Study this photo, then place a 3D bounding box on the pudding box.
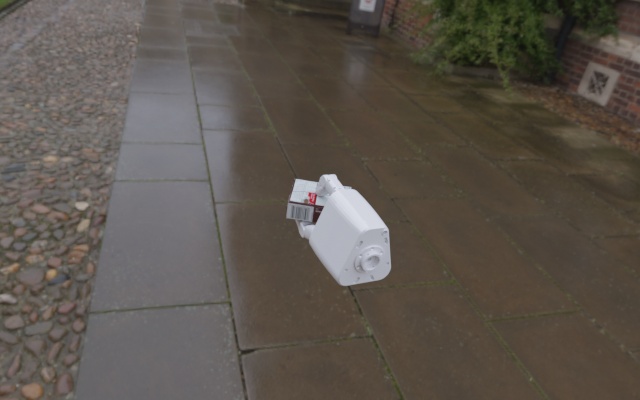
[{"bbox_3d":[0.000,0.003,0.852,0.113,0.039,0.090,10,29,0],"label":"pudding box"}]
